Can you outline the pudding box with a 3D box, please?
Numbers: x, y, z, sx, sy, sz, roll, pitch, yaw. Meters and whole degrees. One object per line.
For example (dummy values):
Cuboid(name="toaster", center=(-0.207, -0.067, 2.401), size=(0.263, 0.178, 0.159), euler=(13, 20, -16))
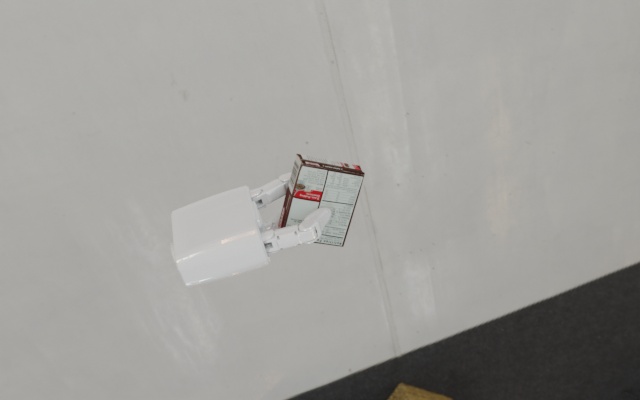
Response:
Cuboid(name="pudding box", center=(0.000, 0.002, 0.636), size=(0.090, 0.113, 0.039), euler=(9, 24, -17))
